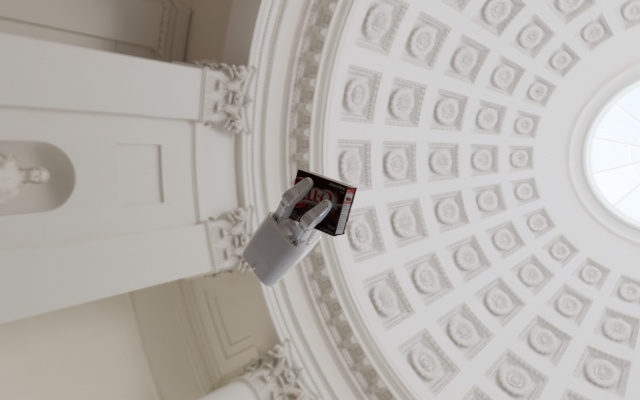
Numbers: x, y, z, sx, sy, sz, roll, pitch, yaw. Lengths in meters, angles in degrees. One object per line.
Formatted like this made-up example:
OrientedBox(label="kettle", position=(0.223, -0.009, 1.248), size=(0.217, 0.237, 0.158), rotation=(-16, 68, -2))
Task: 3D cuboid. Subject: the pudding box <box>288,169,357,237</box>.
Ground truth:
OrientedBox(label="pudding box", position=(0.000, 0.003, 0.835), size=(0.113, 0.090, 0.039), rotation=(20, 11, 31))
